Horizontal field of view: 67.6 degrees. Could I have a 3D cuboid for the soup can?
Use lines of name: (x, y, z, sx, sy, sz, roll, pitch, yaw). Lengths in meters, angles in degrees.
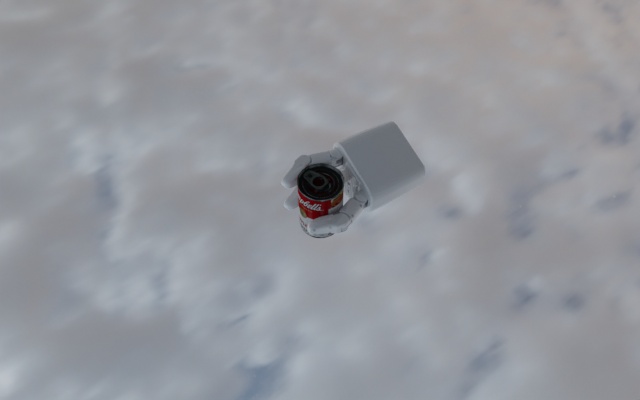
soup can: (0.000, 0.003, 0.715, 0.068, 0.068, 0.102, 0, -36, 0)
